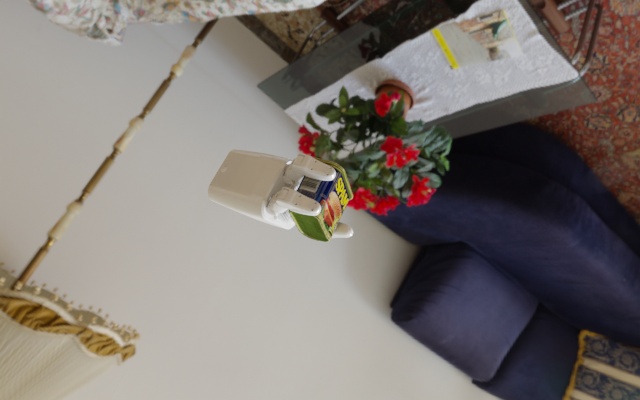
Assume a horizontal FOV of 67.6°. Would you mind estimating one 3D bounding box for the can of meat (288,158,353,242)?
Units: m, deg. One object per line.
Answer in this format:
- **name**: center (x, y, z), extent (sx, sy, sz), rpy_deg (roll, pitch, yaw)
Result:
- **can of meat**: center (0.000, 0.003, 0.692), extent (0.057, 0.084, 0.102), rpy_deg (17, -24, 23)
